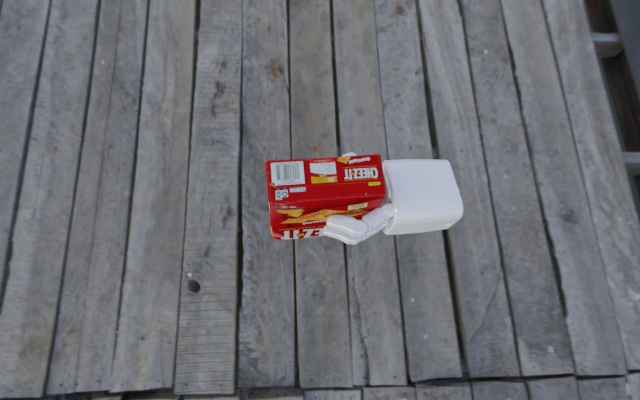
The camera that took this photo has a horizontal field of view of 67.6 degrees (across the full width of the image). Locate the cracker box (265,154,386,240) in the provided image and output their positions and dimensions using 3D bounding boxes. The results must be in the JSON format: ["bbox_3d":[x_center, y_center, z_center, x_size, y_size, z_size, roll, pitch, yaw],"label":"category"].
[{"bbox_3d":[0.000,0.002,0.748,0.164,0.072,0.214,-4,-18,-6],"label":"cracker box"}]
